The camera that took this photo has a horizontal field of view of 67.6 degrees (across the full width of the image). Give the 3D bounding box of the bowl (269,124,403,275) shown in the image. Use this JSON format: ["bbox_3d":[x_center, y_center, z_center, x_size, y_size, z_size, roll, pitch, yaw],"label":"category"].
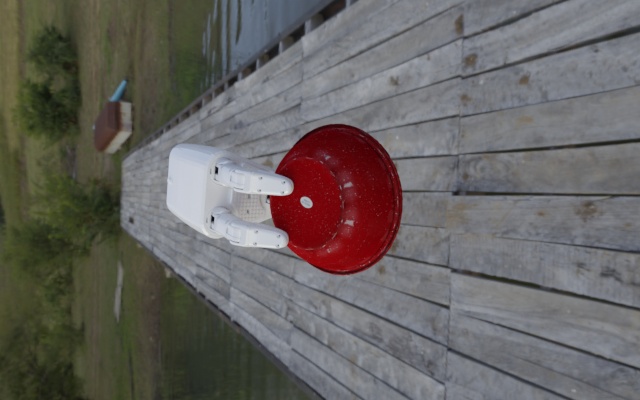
[{"bbox_3d":[0.001,0.002,0.488,0.162,0.162,0.055,0,4,36],"label":"bowl"}]
